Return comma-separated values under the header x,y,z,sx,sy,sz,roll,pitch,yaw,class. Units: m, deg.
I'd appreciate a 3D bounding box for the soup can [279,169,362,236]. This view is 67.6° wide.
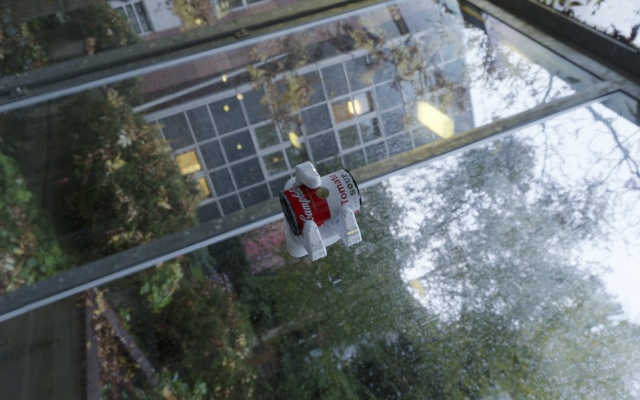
x,y,z,sx,sy,sz,roll,pitch,yaw,class
0.000,0.002,0.687,0.102,0.068,0.068,-21,5,-13,soup can
